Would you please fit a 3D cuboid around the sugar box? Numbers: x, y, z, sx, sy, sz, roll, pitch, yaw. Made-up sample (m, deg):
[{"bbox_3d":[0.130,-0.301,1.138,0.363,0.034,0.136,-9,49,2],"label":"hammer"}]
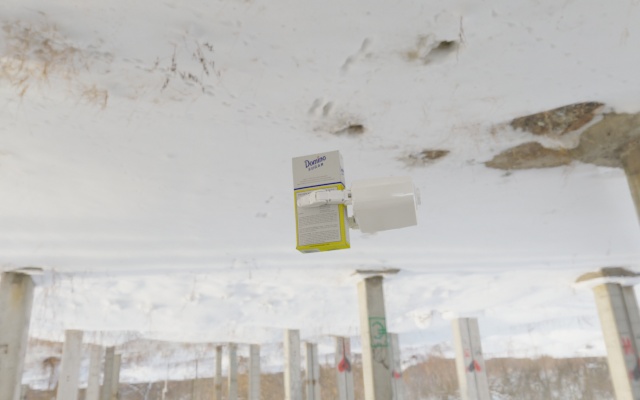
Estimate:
[{"bbox_3d":[0.000,0.003,0.866,0.093,0.176,0.048,-7,-19,15],"label":"sugar box"}]
